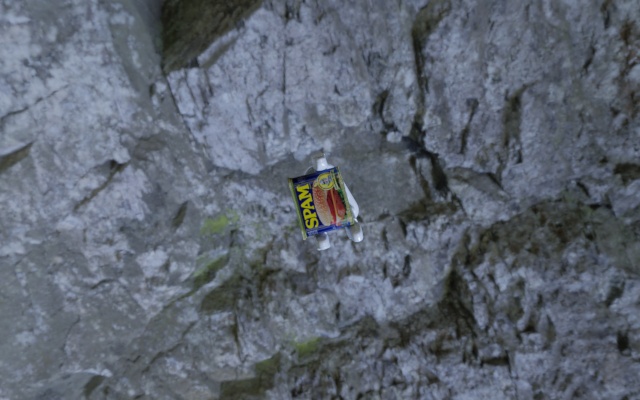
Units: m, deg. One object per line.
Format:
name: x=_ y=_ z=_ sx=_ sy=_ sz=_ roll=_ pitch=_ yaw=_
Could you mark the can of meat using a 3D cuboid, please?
can of meat: x=0.000 y=0.002 z=0.761 sx=0.084 sy=0.102 sz=0.057 roll=-15 pitch=2 yaw=-2
